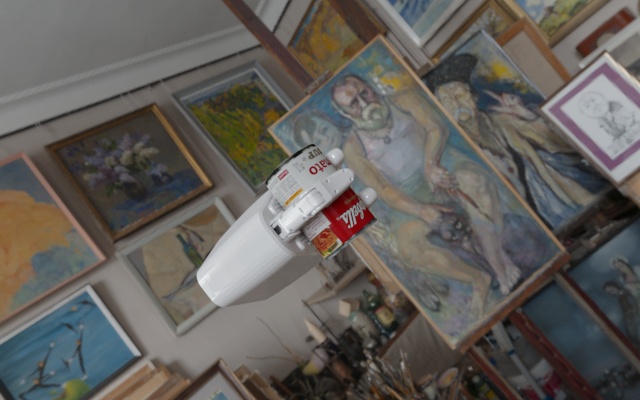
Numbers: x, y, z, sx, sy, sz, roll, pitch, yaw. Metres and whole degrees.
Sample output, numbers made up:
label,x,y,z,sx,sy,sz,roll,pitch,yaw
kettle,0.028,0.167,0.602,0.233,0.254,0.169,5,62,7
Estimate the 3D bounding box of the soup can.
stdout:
label,x,y,z,sx,sy,sz,roll,pitch,yaw
soup can,0.000,0.001,0.489,0.068,0.102,0.068,-39,-4,-3
